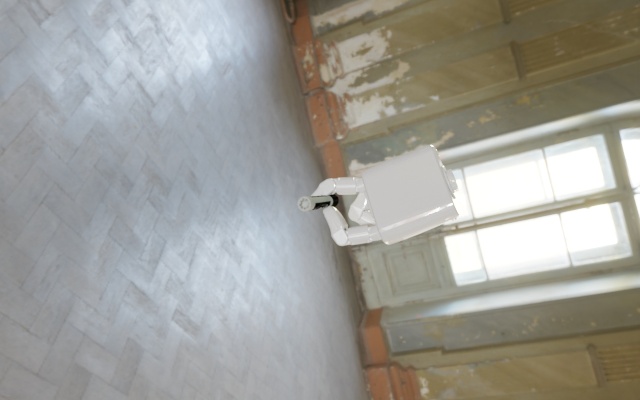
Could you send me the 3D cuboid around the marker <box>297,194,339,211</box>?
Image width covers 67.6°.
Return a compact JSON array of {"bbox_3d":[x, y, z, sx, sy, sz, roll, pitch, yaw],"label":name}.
[{"bbox_3d":[0.000,0.002,0.649,0.020,0.020,0.121,0,2,20],"label":"marker"}]
